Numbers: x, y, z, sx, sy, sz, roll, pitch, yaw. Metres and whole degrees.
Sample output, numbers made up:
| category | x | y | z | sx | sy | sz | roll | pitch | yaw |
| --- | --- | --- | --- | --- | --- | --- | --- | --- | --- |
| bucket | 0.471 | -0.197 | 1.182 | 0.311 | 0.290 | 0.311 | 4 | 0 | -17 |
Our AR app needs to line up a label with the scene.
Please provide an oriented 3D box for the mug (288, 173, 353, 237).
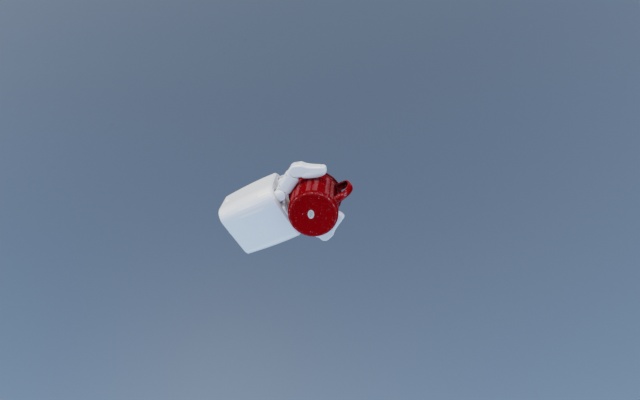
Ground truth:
| category | x | y | z | sx | sy | sz | roll | pitch | yaw |
| --- | --- | --- | --- | --- | --- | --- | --- | --- | --- |
| mug | 0.001 | 0.002 | 0.787 | 0.117 | 0.093 | 0.081 | -24 | 21 | 12 |
